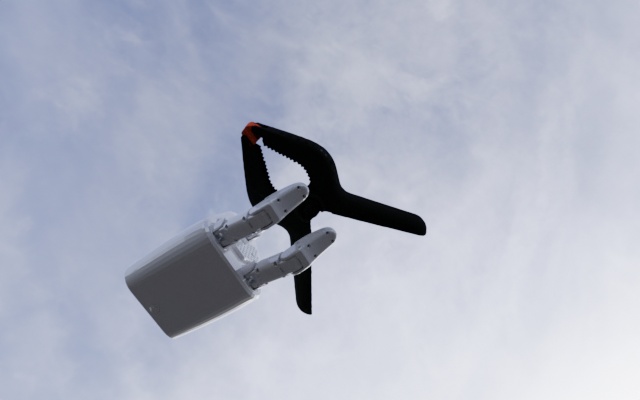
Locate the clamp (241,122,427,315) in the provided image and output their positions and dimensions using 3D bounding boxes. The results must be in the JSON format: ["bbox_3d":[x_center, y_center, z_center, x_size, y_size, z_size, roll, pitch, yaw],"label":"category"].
[{"bbox_3d":[0.000,0.001,0.490,0.164,0.210,0.036,-30,16,6],"label":"clamp"}]
